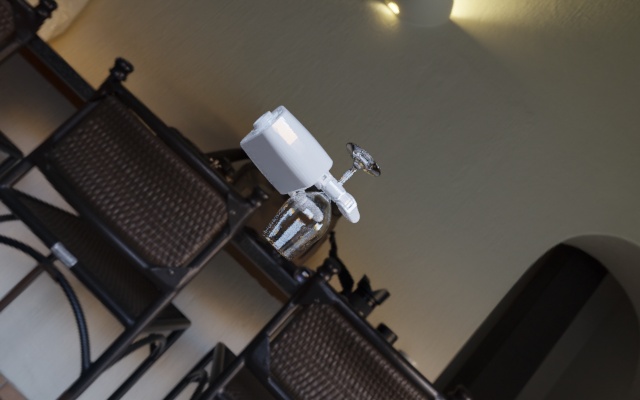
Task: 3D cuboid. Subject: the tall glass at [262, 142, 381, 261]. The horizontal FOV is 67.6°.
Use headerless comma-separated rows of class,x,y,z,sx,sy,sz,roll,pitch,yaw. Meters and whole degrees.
tall glass,0.001,0.002,0.750,0.201,0.079,0.079,-45,11,-11
